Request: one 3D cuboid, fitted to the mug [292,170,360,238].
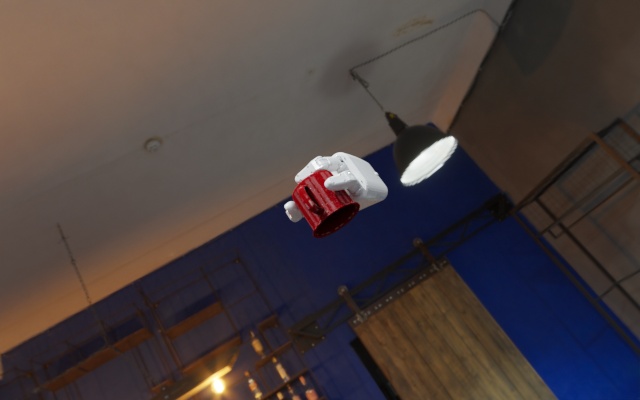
[{"bbox_3d":[-0.001,0.002,0.792,0.093,0.081,0.117,-43,-23,19],"label":"mug"}]
